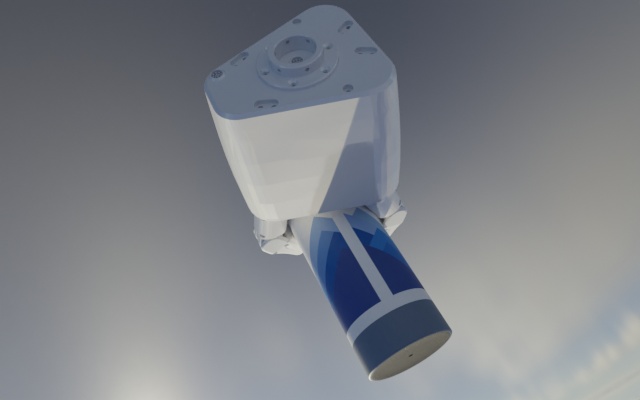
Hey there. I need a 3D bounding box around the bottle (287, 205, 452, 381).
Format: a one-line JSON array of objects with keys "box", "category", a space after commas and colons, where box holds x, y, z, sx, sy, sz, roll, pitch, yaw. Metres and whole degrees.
[{"box": [0.000, 0.002, 0.409, 0.069, 0.295, 0.069, -21, -34, -15], "category": "bottle"}]
